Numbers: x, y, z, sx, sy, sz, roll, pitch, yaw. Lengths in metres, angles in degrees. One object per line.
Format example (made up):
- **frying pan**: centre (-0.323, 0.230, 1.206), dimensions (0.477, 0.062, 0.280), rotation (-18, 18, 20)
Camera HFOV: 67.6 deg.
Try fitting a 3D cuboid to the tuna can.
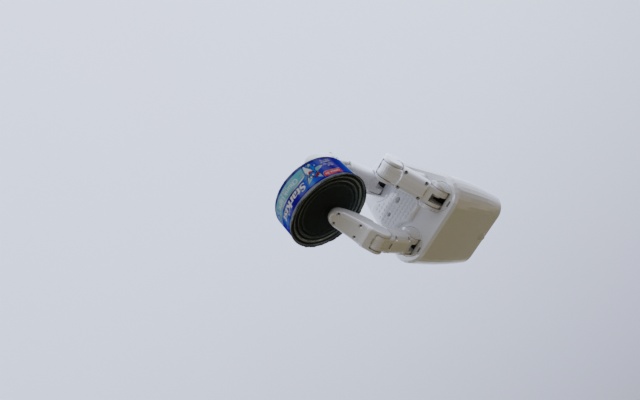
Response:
- **tuna can**: centre (0.000, 0.001, 0.455), dimensions (0.086, 0.086, 0.033), rotation (0, 36, -43)
